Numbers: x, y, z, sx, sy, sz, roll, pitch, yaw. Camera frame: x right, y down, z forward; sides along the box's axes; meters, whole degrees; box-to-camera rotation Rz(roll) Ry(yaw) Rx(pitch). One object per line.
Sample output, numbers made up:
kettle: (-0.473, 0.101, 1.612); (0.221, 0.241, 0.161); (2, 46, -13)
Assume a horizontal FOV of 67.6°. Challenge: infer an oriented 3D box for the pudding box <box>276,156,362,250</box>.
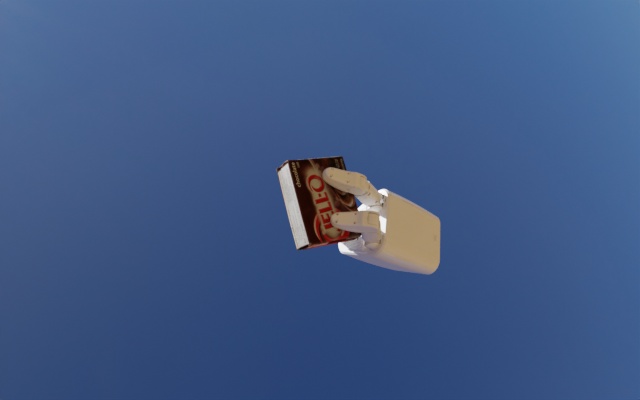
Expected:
pudding box: (0.000, 0.002, 0.619); (0.090, 0.113, 0.039); (-8, -14, -38)
